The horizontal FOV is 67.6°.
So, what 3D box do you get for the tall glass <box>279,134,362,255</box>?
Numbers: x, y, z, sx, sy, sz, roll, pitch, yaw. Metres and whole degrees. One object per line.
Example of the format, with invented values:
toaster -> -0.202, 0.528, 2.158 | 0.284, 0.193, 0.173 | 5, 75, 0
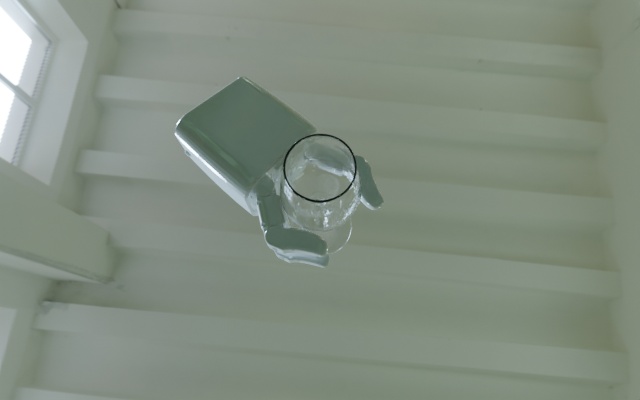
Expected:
tall glass -> 0.000, 0.002, 0.491 | 0.079, 0.079, 0.201 | 0, -17, 0
